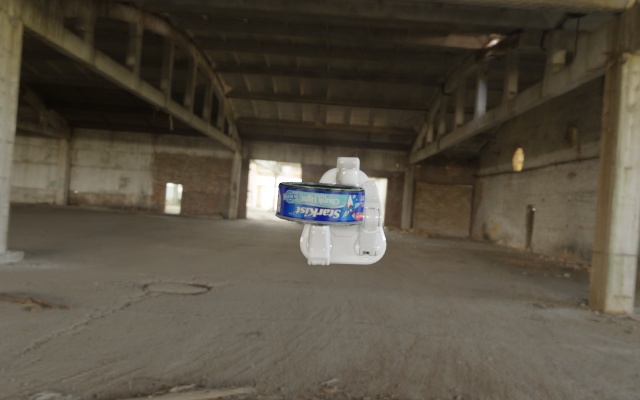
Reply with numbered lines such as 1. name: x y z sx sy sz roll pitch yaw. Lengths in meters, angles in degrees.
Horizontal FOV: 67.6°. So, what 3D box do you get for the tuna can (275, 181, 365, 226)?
1. tuna can: 0.000 0.001 0.461 0.086 0.034 0.086 5 5 0
